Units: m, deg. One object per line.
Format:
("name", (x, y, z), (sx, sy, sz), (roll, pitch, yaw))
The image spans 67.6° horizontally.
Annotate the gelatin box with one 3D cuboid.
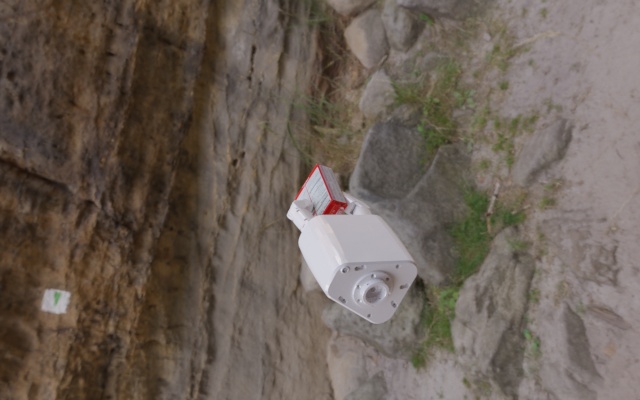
("gelatin box", (0.000, 0.002, 0.695), (0.030, 0.073, 0.089), (14, 34, -30))
